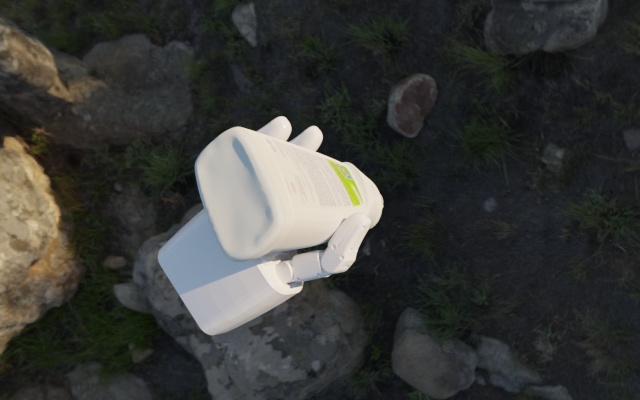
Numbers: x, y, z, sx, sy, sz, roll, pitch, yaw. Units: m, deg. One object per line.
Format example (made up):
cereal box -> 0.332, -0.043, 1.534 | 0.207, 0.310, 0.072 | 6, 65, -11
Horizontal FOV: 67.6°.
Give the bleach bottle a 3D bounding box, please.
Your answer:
bleach bottle -> 0.000, 0.001, 0.458 | 0.068, 0.102, 0.251 | -34, -20, 25
